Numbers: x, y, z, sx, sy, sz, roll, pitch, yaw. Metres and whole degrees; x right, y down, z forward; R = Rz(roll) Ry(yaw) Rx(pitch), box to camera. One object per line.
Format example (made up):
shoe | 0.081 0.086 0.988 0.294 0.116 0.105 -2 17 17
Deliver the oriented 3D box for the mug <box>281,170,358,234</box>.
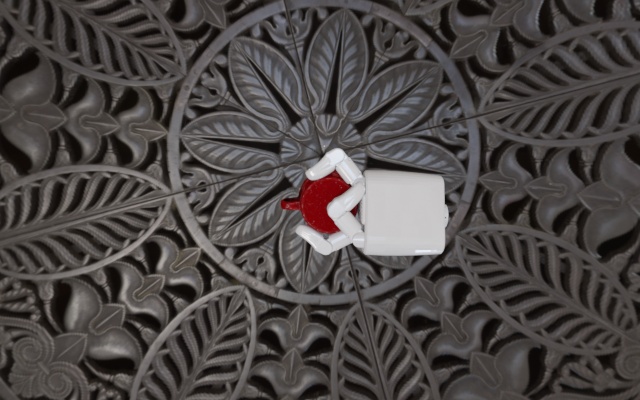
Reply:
mug | -0.001 0.002 0.696 0.117 0.093 0.081 0 7 0
